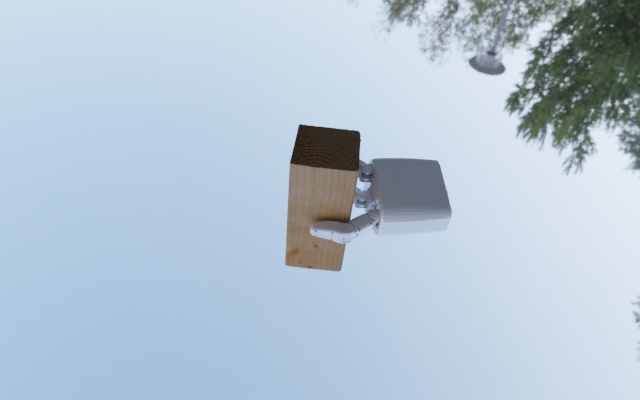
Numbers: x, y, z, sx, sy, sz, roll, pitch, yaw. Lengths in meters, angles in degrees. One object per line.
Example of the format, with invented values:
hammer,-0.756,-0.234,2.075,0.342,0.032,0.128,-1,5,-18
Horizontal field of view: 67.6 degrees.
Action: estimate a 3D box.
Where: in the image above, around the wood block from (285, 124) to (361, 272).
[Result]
wood block,0.000,0.003,0.701,0.090,0.206,0.090,7,43,1
